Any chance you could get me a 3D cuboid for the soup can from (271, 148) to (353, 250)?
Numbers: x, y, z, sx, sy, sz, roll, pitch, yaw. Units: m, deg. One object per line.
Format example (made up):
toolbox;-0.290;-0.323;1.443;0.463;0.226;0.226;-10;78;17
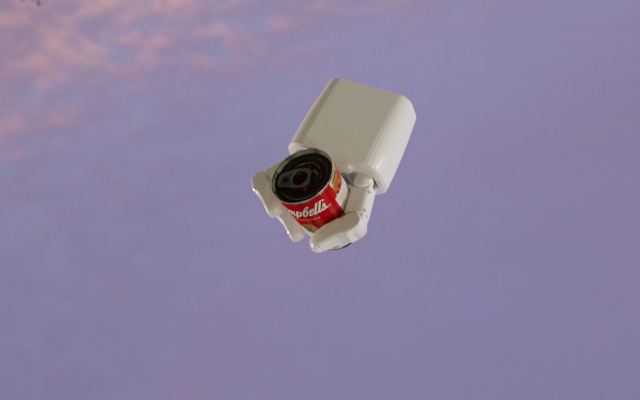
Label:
soup can;0.000;0.002;0.516;0.068;0.068;0.102;0;-33;27
